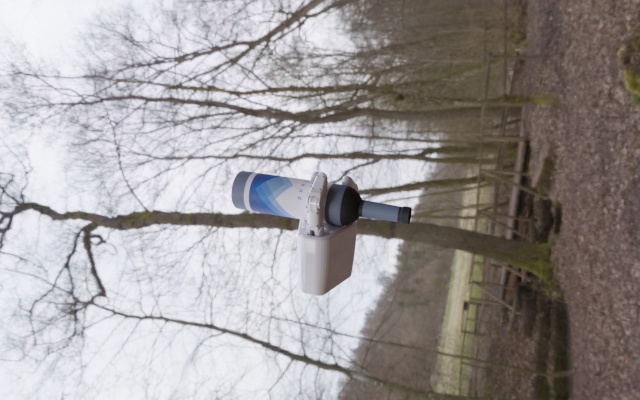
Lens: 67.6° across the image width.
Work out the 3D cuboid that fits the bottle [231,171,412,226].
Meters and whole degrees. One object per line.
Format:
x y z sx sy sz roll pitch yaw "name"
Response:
0.000 0.002 0.782 0.295 0.069 0.069 9 3 17 "bottle"
